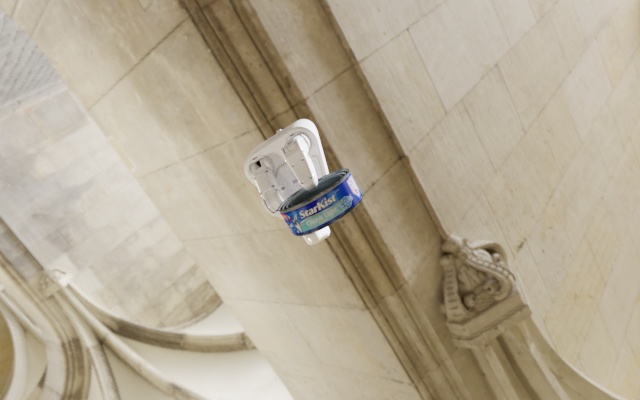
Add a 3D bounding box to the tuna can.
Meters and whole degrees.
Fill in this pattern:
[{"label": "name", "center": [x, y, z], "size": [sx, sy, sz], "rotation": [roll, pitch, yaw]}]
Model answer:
[{"label": "tuna can", "center": [0.000, 0.002, 0.503], "size": [0.086, 0.034, 0.086], "rotation": [-28, 12, 6]}]
